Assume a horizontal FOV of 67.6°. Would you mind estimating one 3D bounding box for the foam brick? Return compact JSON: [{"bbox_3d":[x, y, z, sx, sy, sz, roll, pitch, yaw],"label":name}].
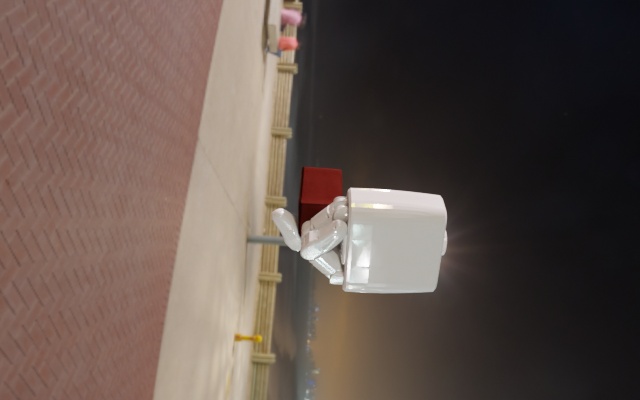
[{"bbox_3d":[0.000,0.002,0.586,0.051,0.053,0.078,2,38,0],"label":"foam brick"}]
